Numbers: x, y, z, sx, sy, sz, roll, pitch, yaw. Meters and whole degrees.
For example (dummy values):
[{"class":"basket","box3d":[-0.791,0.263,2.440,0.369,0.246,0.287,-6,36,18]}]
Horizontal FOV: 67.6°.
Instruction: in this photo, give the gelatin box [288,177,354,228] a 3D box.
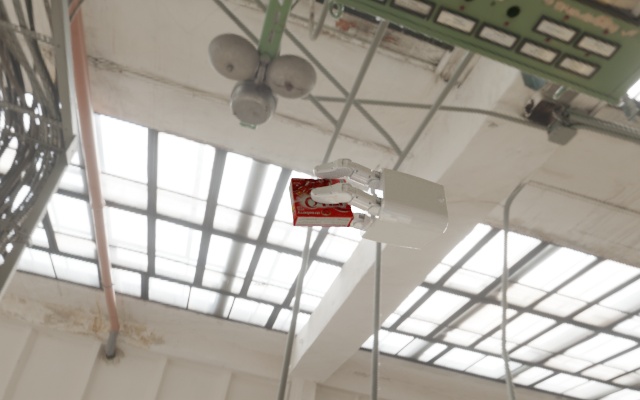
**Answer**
[{"class":"gelatin box","box3d":[0.000,0.003,0.711,0.089,0.073,0.030,2,-37,-15]}]
